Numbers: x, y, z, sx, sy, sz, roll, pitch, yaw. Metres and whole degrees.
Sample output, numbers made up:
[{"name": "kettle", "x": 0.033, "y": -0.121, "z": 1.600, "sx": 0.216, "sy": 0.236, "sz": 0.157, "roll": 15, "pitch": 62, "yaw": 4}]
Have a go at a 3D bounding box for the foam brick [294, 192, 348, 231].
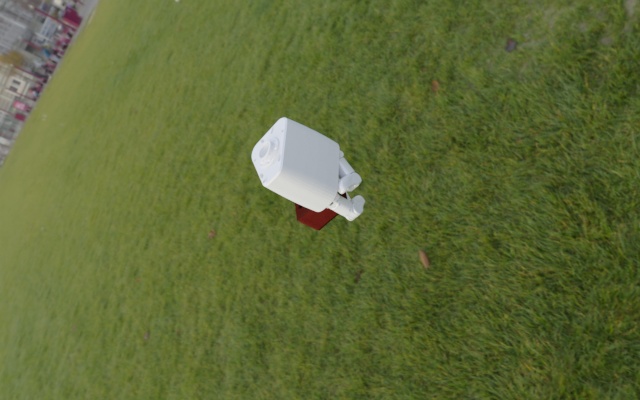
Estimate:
[{"name": "foam brick", "x": 0.000, "y": 0.003, "z": 0.794, "sx": 0.051, "sy": 0.053, "sz": 0.078, "roll": 24, "pitch": -51, "yaw": -35}]
